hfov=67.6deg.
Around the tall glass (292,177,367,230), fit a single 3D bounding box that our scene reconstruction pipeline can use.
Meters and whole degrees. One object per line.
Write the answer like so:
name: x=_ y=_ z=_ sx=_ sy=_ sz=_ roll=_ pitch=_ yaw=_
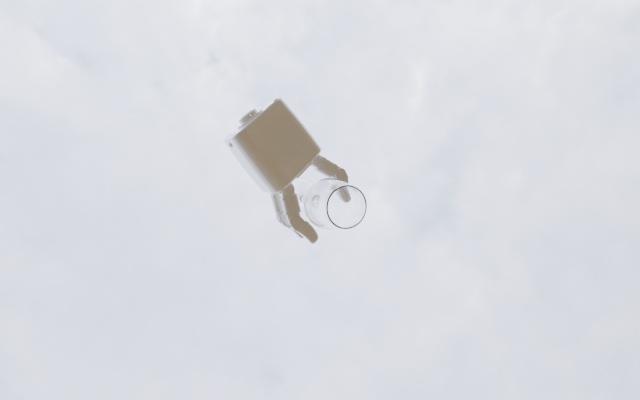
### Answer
tall glass: x=0.000 y=0.002 z=0.754 sx=0.079 sy=0.079 sz=0.201 roll=0 pitch=4 yaw=-22
